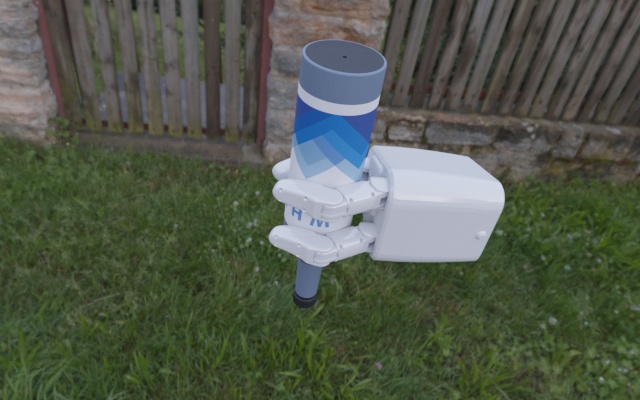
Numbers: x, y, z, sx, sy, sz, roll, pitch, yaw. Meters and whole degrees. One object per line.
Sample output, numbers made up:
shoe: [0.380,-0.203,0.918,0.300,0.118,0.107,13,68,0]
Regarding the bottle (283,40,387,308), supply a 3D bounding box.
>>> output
bottle: [0.000,0.001,0.460,0.069,0.296,0.069,6,39,-5]
